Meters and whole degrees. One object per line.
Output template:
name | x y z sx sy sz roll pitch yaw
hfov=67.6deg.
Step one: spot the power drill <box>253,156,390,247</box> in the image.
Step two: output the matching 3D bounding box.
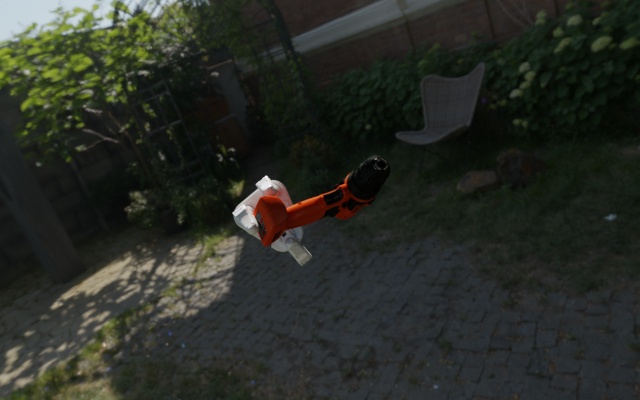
power drill | 0.000 0.002 0.710 0.187 0.057 0.184 -16 -17 -21
